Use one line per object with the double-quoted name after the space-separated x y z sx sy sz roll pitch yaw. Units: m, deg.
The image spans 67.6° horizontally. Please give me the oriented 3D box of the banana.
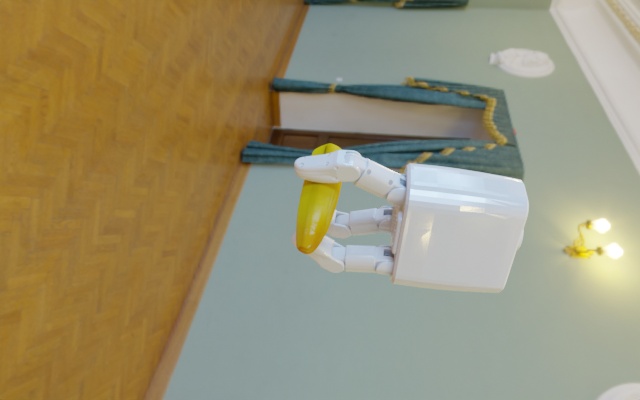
0.003 -0.017 0.485 0.037 0.070 0.197 9 21 1 "banana"
